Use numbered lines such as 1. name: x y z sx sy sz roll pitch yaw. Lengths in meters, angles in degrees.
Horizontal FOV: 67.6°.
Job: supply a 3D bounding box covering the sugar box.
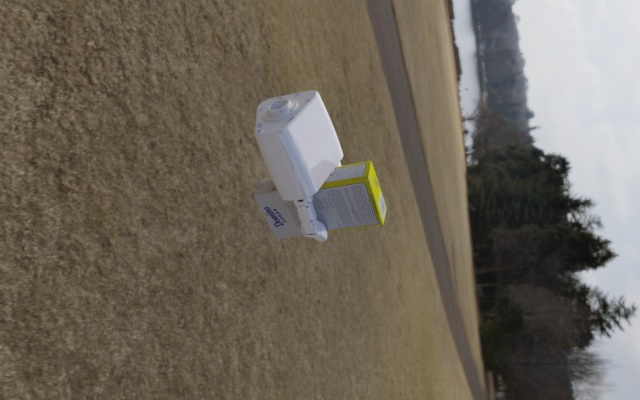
1. sugar box: 0.000 0.002 0.705 0.176 0.093 0.048 -6 38 21
